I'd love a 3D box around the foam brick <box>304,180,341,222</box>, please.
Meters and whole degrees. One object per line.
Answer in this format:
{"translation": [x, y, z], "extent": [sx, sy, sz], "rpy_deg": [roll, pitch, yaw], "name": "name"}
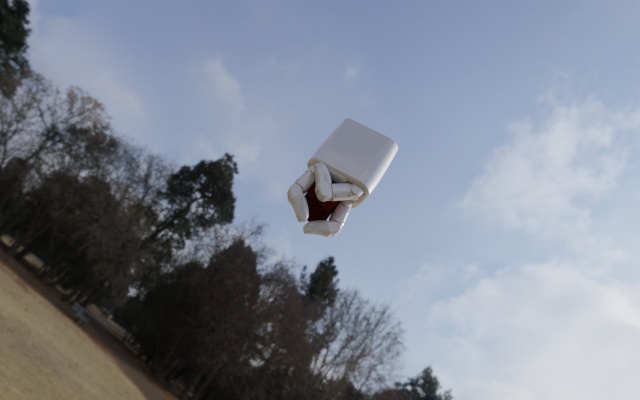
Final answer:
{"translation": [0.000, 0.003, 0.782], "extent": [0.053, 0.051, 0.078], "rpy_deg": [36, -25, 0], "name": "foam brick"}
